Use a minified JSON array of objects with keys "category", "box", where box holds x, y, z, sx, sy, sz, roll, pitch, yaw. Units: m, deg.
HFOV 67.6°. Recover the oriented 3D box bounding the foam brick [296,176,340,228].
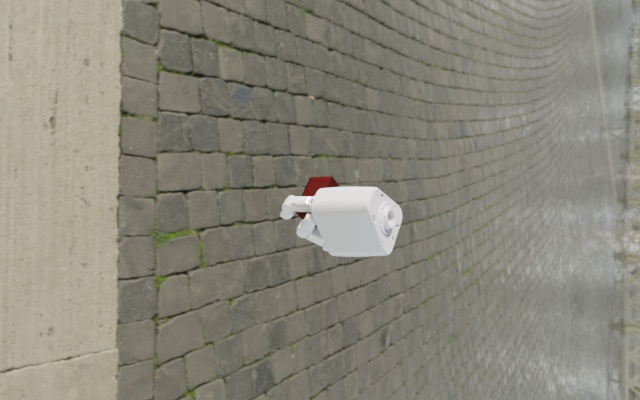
[{"category":"foam brick","box":[0.000,0.002,0.840,0.051,0.078,0.053,-4,-41,37]}]
